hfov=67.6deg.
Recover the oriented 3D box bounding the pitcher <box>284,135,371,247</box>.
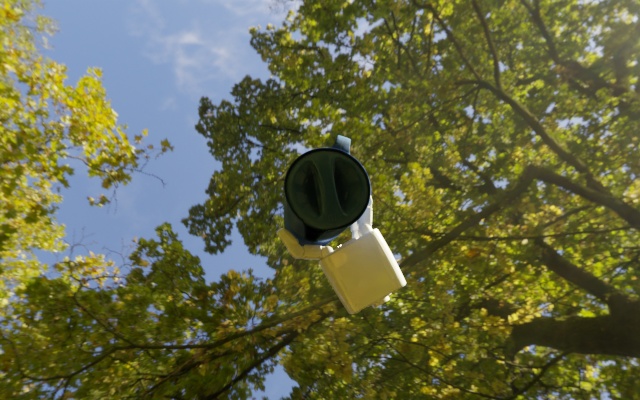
[{"bbox_3d":[0.000,0.003,0.833,0.149,0.145,0.243,-26,-10,-14],"label":"pitcher"}]
